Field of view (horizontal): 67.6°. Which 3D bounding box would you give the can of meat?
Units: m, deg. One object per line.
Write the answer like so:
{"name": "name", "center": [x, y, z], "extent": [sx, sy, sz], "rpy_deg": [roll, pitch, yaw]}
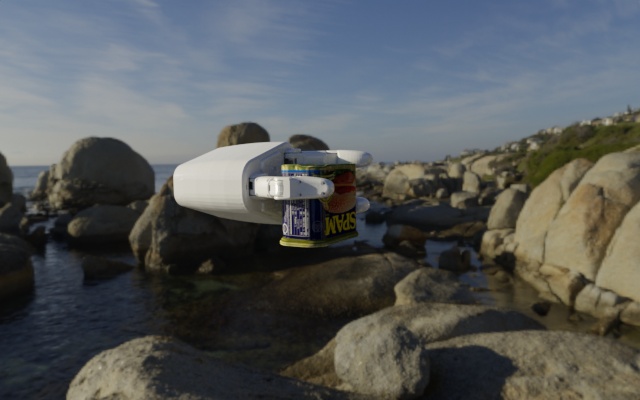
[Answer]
{"name": "can of meat", "center": [0.000, 0.001, 0.525], "extent": [0.057, 0.084, 0.102], "rpy_deg": [2, 5, 31]}
